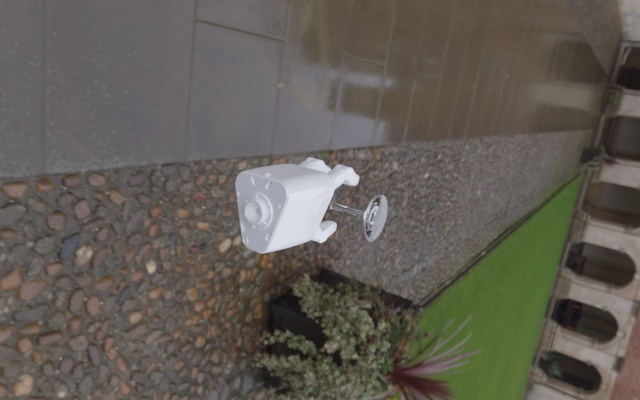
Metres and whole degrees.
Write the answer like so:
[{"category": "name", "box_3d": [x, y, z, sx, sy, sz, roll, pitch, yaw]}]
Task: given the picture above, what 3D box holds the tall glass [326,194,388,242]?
[{"category": "tall glass", "box_3d": [0.001, 0.003, 0.758, 0.201, 0.079, 0.079, 16, 8, 31]}]
